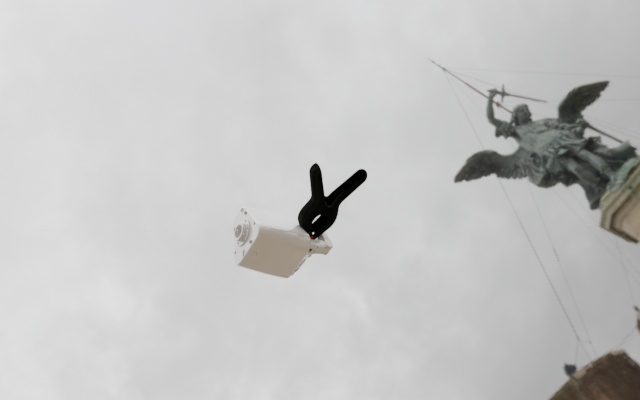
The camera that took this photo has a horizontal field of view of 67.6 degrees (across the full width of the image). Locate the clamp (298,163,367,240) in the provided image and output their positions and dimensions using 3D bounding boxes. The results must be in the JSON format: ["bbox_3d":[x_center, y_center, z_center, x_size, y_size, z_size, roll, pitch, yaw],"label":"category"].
[{"bbox_3d":[0.000,0.003,0.863,0.120,0.171,0.039,17,25,-35],"label":"clamp"}]
